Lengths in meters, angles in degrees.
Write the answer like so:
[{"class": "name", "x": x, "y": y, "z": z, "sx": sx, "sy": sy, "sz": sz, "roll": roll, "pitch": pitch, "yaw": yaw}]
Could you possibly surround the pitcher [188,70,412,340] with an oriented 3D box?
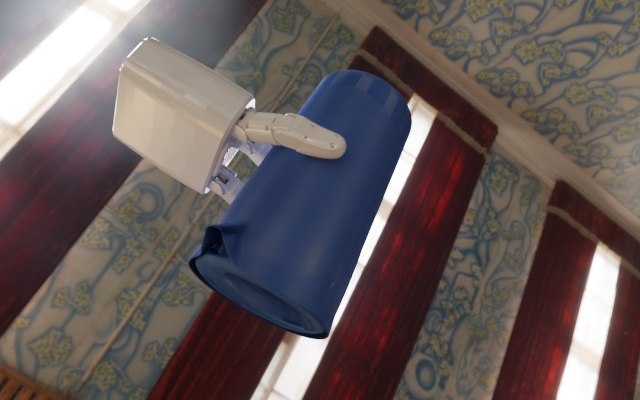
[{"class": "pitcher", "x": 0.000, "y": 0.001, "z": 0.458, "sx": 0.145, "sy": 0.242, "sz": 0.149, "roll": 30, "pitch": -26, "yaw": -2}]
